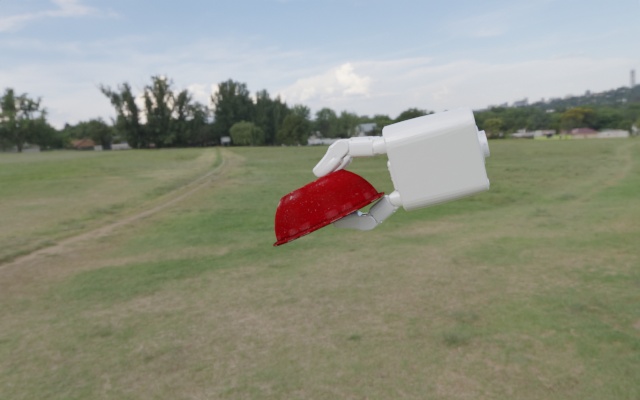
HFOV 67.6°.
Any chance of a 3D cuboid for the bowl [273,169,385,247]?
[{"bbox_3d":[-0.001,0.002,0.629,0.162,0.055,0.162,-26,1,0],"label":"bowl"}]
